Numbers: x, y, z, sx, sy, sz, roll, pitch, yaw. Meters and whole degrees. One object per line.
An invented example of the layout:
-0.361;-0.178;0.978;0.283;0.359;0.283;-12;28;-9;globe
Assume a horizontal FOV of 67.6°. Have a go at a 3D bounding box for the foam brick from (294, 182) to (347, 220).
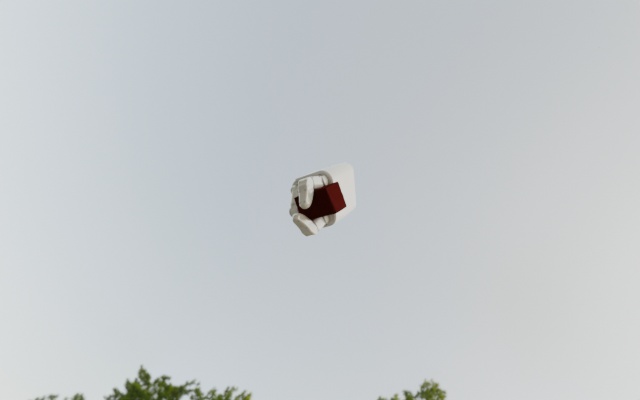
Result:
0.000;0.003;0.898;0.078;0.053;0.051;-16;6;33;foam brick
